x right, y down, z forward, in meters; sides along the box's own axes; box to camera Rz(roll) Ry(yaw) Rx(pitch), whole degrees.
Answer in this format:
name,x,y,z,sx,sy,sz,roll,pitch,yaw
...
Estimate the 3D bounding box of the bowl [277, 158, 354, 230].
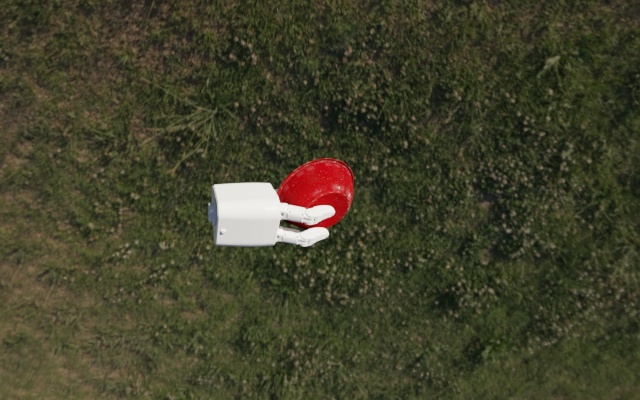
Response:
name,x,y,z,sx,sy,sz,roll,pitch,yaw
bowl,0.002,0.003,0.881,0.162,0.162,0.055,0,40,-32
